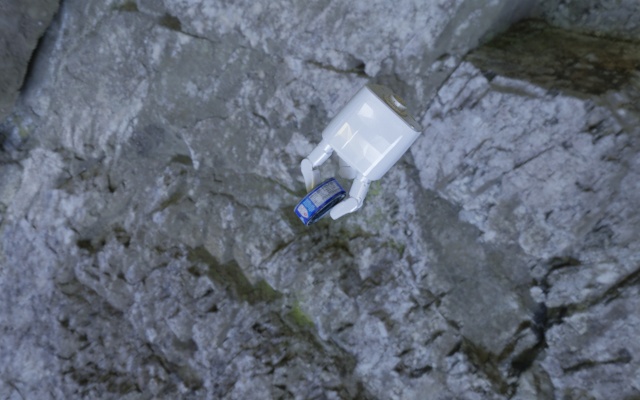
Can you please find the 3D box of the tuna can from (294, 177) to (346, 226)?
[{"bbox_3d":[0.000,0.003,0.773,0.086,0.033,0.086,-38,-10,-8],"label":"tuna can"}]
